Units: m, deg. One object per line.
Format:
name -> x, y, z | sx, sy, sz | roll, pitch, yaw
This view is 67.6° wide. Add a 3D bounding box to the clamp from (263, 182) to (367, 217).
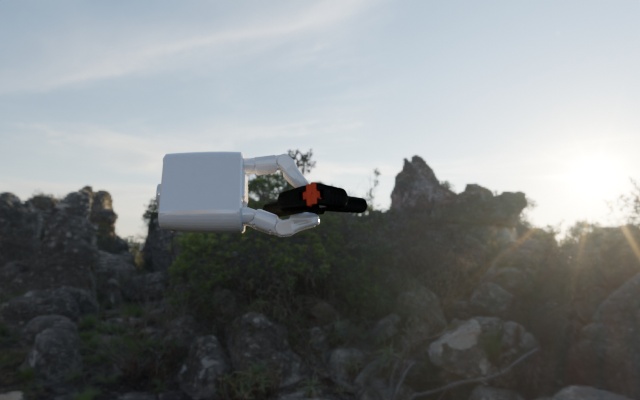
clamp -> 0.000, 0.001, 0.673 | 0.164, 0.036, 0.210 | -3, -6, -6
